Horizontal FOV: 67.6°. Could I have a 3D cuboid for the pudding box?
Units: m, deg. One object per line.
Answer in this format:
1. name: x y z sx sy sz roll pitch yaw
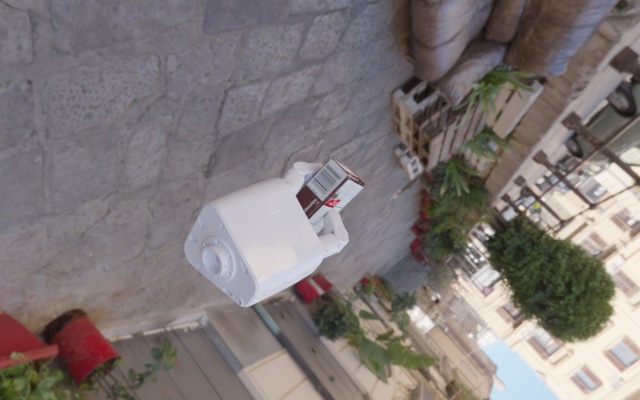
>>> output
1. pudding box: 0.000 0.002 0.632 0.113 0.039 0.090 -44 -15 9
